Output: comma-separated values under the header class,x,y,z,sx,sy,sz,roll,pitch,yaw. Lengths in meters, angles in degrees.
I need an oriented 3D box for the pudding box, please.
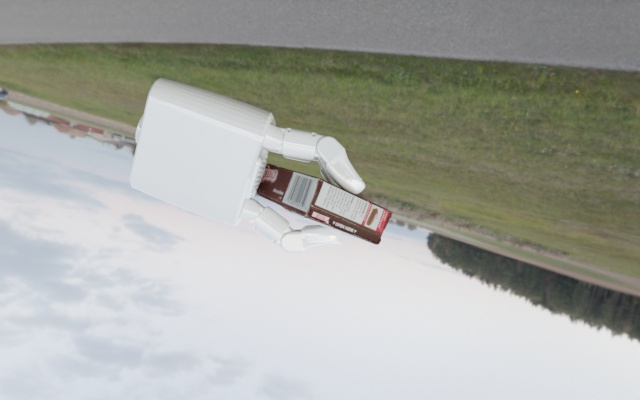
class,x,y,z,sx,sy,sz,roll,pitch,yaw
pudding box,0.000,0.002,0.467,0.090,0.039,0.113,22,1,-32
